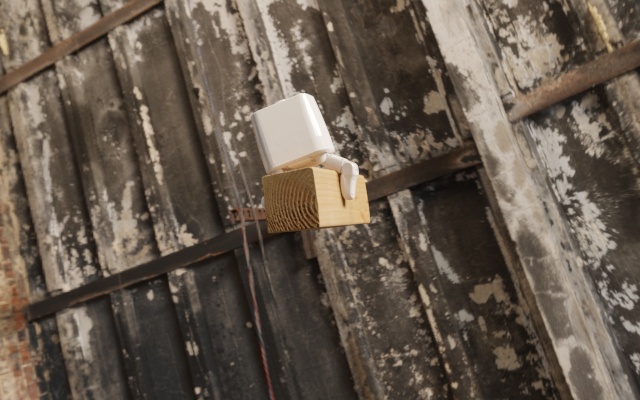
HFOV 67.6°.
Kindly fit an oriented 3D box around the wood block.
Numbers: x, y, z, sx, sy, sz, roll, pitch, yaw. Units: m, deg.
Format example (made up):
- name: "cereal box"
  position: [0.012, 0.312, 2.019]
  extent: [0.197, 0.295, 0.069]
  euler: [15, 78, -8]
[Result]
- name: "wood block"
  position: [0.000, 0.002, 0.790]
  extent: [0.091, 0.090, 0.206]
  euler: [-9, -5, 26]
